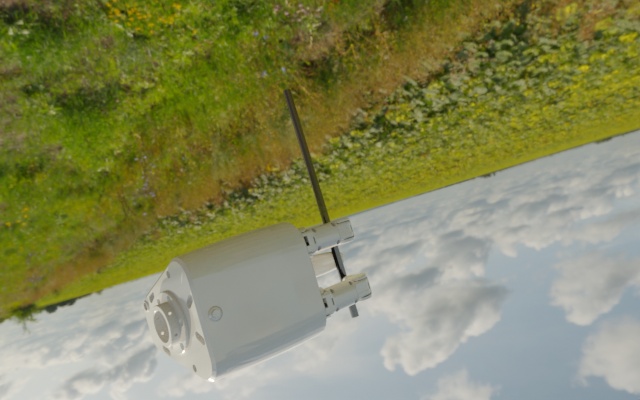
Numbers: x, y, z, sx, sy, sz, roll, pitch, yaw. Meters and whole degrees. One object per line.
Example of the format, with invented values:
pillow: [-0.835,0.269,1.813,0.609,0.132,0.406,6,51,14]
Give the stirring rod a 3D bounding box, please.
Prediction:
stirring rod: [0.000,0.002,0.486,0.011,0.239,0.011,-17,-3,-1]
